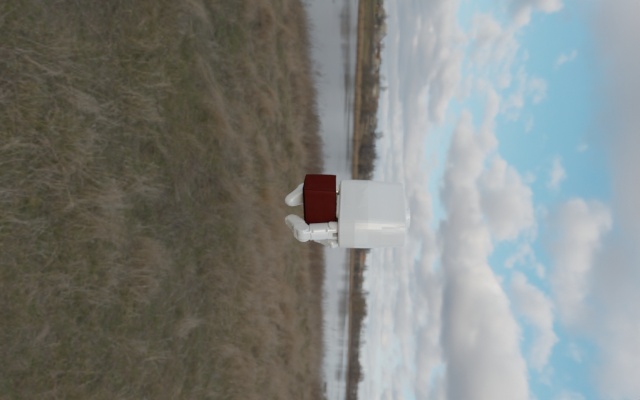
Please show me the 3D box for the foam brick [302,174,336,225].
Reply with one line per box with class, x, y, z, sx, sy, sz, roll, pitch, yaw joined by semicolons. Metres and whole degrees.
foam brick;0.000;0.002;0.768;0.051;0.078;0.053;1;33;4
